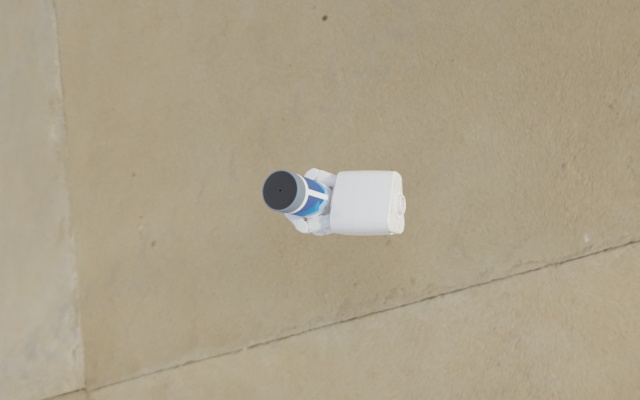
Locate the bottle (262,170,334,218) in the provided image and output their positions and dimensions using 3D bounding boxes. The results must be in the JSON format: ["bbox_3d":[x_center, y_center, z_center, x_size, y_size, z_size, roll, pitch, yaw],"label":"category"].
[{"bbox_3d":[0.000,0.003,0.875,0.069,0.069,0.296,0,-7,26],"label":"bottle"}]
